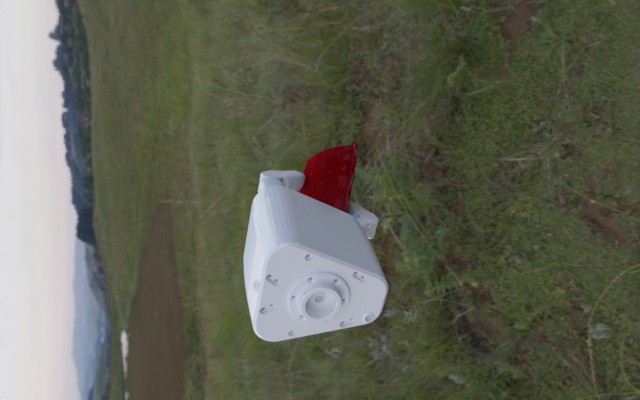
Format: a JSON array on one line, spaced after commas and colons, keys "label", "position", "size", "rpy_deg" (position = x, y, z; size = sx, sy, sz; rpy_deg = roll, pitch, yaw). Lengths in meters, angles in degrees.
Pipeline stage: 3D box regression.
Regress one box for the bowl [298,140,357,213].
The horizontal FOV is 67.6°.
[{"label": "bowl", "position": [0.000, 0.002, 0.576], "size": [0.055, 0.162, 0.162], "rpy_deg": [12, 0, -1]}]
